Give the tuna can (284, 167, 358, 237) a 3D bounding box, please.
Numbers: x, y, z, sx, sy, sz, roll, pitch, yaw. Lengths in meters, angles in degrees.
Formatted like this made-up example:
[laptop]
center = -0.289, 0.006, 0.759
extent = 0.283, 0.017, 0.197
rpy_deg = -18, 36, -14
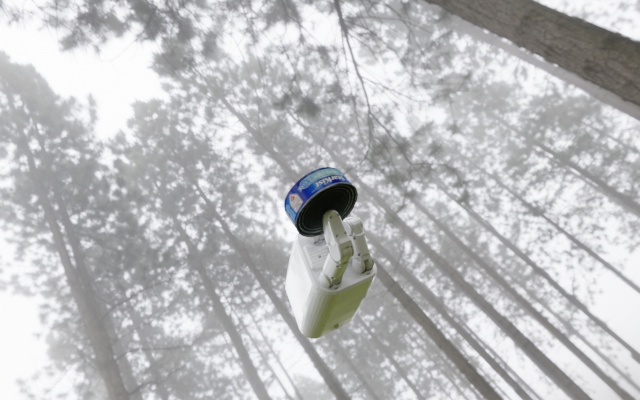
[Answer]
[tuna can]
center = 0.000, 0.001, 0.570
extent = 0.086, 0.086, 0.033
rpy_deg = 0, 42, -45
